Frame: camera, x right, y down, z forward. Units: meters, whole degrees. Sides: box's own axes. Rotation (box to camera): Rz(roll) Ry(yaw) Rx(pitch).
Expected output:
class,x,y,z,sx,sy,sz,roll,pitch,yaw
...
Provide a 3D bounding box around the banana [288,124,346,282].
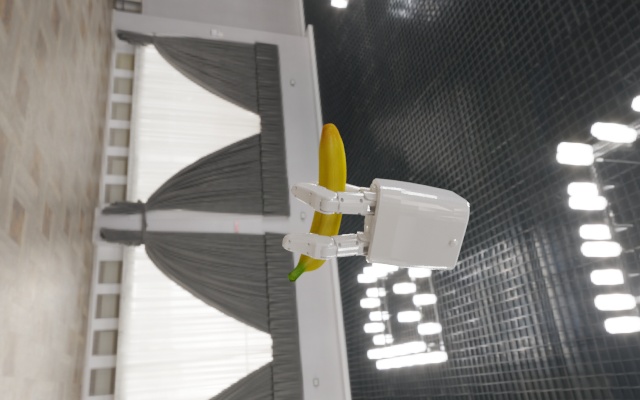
class,x,y,z,sx,sy,sz,roll,pitch,yaw
banana,0.006,0.005,0.601,0.037,0.198,0.069,13,4,20
